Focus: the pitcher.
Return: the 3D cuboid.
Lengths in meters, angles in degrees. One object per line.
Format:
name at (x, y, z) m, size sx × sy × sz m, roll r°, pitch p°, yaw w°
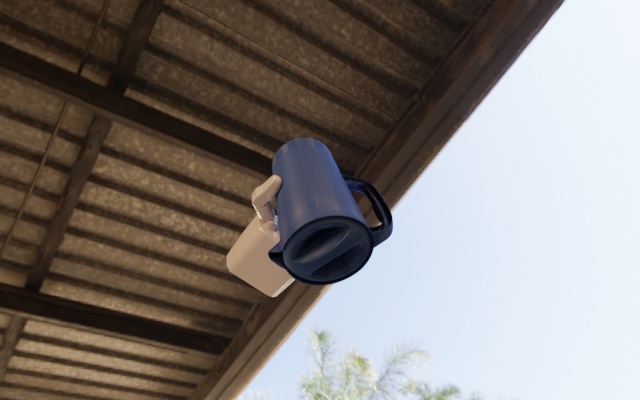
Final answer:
pitcher at (0.000, 0.003, 0.755) m, size 0.149 × 0.145 × 0.242 m, roll 26°, pitch 27°, yaw -30°
